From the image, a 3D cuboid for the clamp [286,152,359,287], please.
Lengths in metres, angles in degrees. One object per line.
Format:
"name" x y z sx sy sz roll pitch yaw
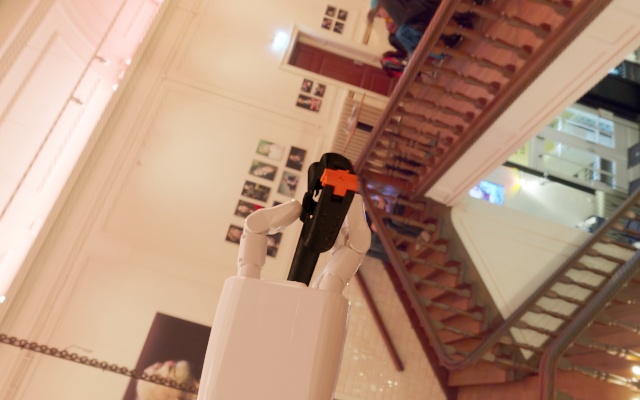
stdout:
"clamp" -0.001 0.001 0.477 0.036 0.164 0.210 11 -24 -7
